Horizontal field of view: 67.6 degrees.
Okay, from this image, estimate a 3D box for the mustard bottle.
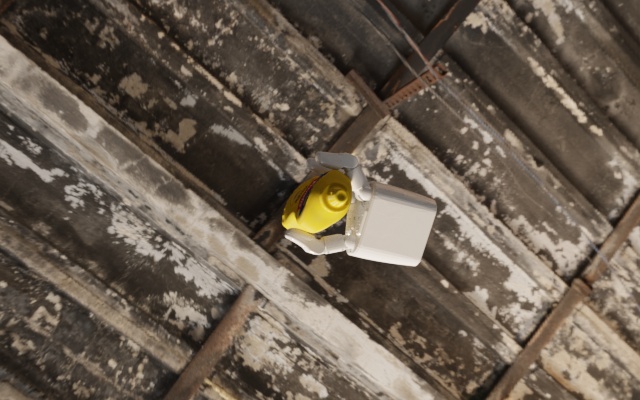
[{"bbox_3d":[0.000,0.002,0.692,0.058,0.096,0.191,38,-14,-11],"label":"mustard bottle"}]
